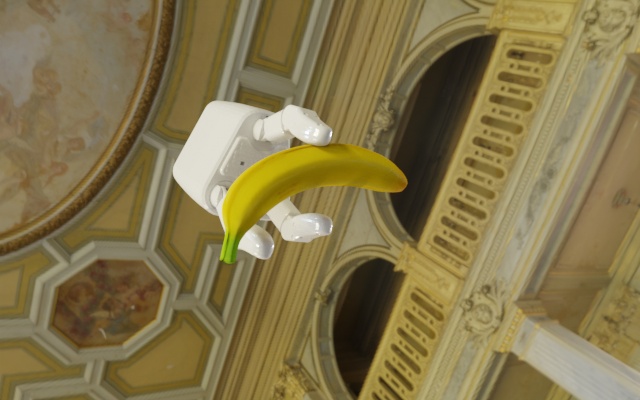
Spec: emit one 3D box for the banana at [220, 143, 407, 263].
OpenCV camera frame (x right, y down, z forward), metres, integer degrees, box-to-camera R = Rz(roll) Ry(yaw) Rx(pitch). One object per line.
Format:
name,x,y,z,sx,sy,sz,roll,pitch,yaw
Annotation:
banana,-0.005,-0.015,0.408,0.198,0.070,0.037,-21,23,-29
